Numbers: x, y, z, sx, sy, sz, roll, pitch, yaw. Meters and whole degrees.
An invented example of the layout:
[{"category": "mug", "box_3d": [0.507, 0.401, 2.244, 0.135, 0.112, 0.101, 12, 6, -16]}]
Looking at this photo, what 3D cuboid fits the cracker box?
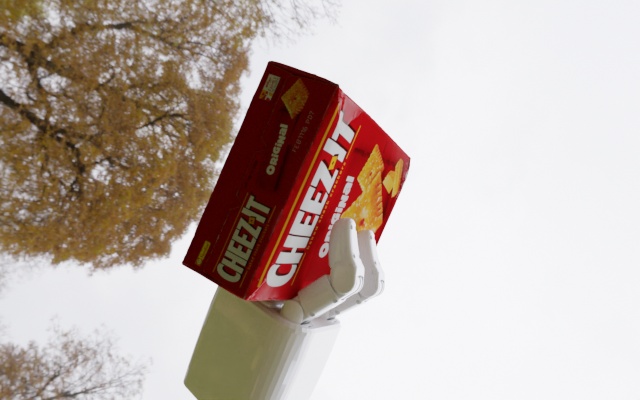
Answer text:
[{"category": "cracker box", "box_3d": [0.000, 0.001, 0.426, 0.072, 0.164, 0.214, 24, 1, 26]}]
